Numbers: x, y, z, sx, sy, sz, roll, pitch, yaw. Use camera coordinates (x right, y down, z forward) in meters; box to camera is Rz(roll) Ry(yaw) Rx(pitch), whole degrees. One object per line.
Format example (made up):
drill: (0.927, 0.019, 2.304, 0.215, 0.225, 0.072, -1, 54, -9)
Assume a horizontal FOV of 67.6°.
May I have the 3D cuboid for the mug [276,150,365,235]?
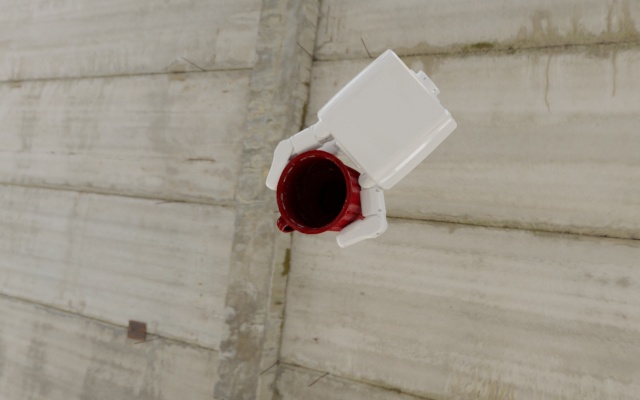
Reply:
mug: (-0.001, 0.003, 0.559, 0.117, 0.093, 0.081, -40, -21, 17)
